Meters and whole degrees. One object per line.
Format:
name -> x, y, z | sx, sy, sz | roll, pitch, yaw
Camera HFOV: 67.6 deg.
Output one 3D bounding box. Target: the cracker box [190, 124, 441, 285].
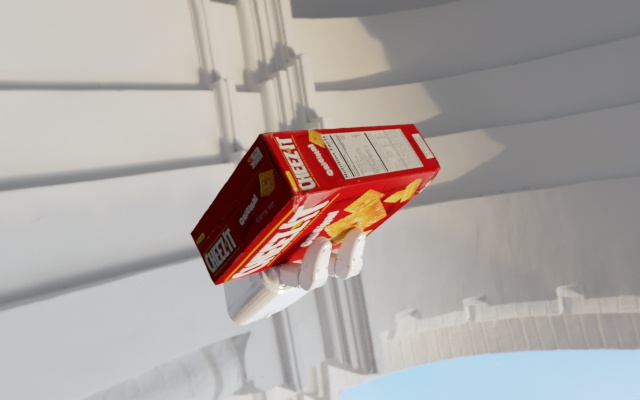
cracker box -> 0.000, 0.001, 0.492 | 0.213, 0.072, 0.164 | -12, -25, -43
